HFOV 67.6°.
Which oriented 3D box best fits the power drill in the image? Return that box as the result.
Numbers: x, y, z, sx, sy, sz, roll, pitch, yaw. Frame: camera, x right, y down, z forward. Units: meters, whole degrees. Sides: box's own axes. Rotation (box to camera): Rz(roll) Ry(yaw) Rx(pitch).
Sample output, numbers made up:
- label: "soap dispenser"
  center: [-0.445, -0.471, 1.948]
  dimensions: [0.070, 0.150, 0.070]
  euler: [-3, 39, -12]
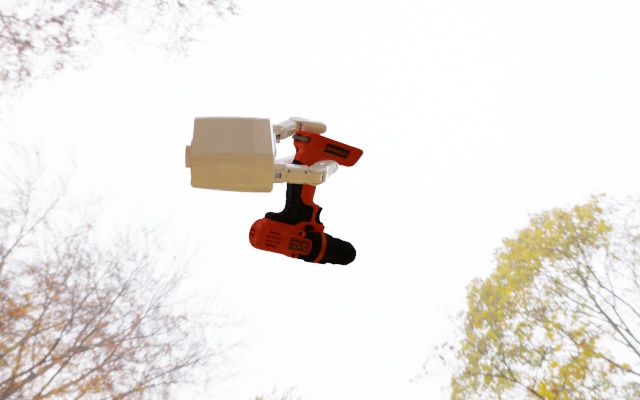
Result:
- label: "power drill"
  center: [0.000, 0.002, 0.710]
  dimensions: [0.184, 0.187, 0.057]
  euler: [16, 2, -34]
